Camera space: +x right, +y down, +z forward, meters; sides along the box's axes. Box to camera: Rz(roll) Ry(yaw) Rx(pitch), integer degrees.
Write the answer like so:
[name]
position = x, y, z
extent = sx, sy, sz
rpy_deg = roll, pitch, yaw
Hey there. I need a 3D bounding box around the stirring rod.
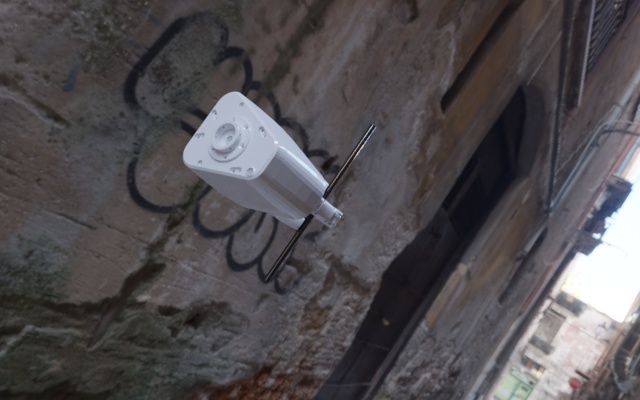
[stirring rod]
position = 0.000, 0.002, 0.608
extent = 0.011, 0.239, 0.011
rpy_deg = 34, -4, 3
